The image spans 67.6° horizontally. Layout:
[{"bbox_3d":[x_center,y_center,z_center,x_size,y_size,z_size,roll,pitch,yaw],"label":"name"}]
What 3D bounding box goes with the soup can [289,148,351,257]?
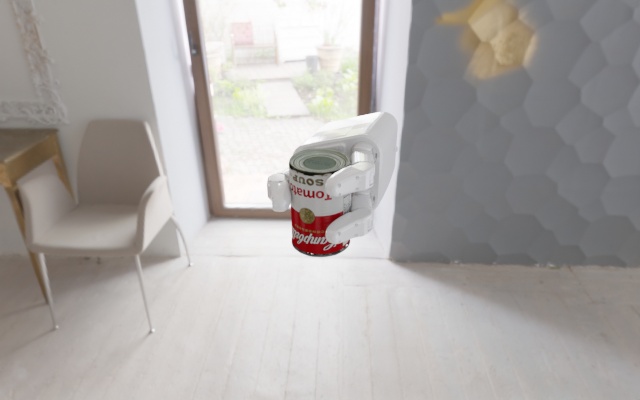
[{"bbox_3d":[0.000,0.002,0.525,0.068,0.102,0.068,0,28,0],"label":"soup can"}]
